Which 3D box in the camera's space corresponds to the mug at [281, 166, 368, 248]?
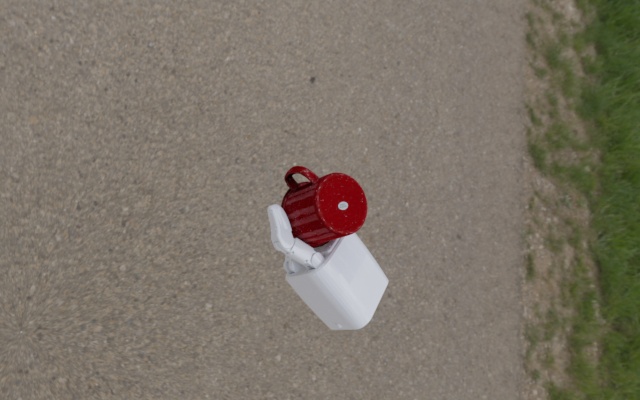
[{"bbox_3d":[-0.001,0.001,0.621,0.093,0.117,0.081,-45,14,-32],"label":"mug"}]
